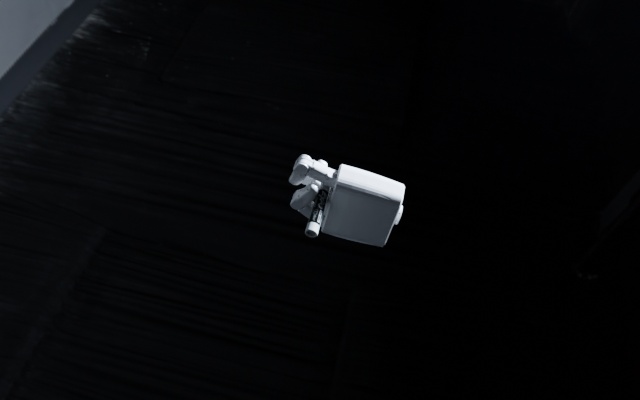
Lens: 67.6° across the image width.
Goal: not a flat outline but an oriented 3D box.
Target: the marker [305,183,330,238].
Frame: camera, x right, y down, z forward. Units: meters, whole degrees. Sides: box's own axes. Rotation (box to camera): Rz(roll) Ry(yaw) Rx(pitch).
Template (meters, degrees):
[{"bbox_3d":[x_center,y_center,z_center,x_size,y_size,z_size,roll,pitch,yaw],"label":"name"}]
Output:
[{"bbox_3d":[0.000,0.002,0.724,0.020,0.121,0.020,10,-38,8],"label":"marker"}]
